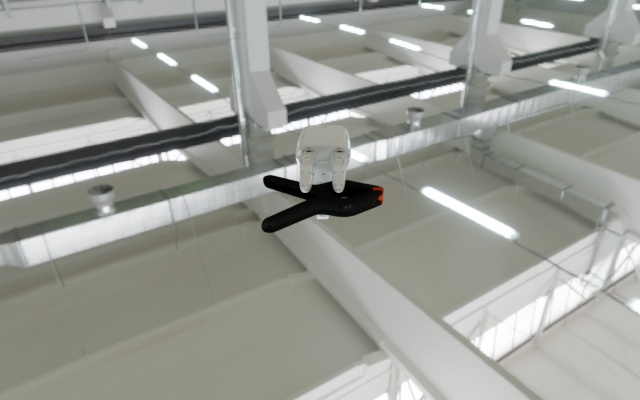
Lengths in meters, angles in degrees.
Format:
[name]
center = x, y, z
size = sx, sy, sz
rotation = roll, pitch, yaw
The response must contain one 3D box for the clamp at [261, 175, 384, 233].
[clamp]
center = 0.001, 0.003, 0.784
size = 0.210, 0.036, 0.164
rotation = 0, 31, 2
